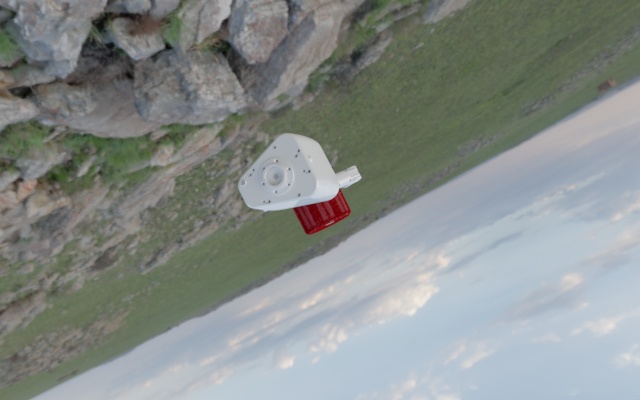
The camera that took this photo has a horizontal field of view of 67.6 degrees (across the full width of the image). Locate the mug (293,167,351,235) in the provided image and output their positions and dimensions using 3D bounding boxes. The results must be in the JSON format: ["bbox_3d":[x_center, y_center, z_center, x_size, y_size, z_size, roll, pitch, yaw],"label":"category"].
[{"bbox_3d":[0.001,0.003,0.777,0.093,0.081,0.117,-29,-7,16],"label":"mug"}]
